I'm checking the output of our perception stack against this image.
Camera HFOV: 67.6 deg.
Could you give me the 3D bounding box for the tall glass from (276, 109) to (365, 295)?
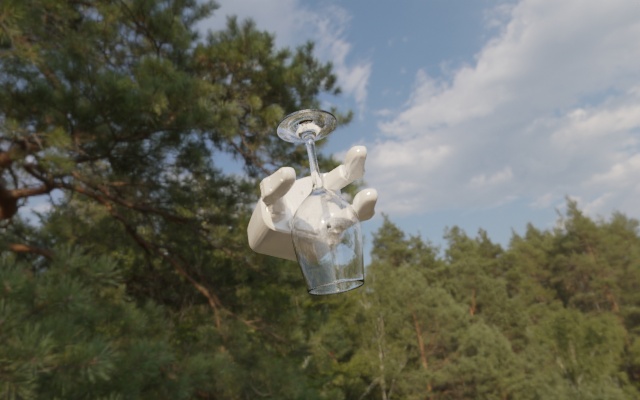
[{"bbox_3d":[0.000,0.001,0.540,0.079,0.201,0.079,-9,-22,-4],"label":"tall glass"}]
